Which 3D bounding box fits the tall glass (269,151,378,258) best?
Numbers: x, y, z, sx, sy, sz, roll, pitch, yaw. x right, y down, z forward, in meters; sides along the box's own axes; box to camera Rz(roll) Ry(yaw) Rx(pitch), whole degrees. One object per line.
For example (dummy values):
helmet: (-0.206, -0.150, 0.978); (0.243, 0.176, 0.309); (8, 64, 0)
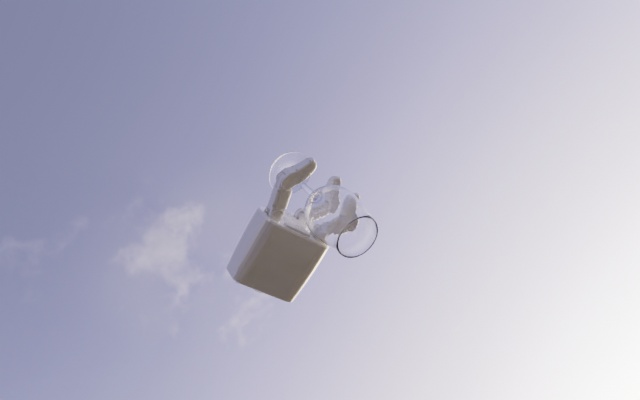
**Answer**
tall glass: (0.000, 0.002, 0.676); (0.079, 0.079, 0.201); (0, 27, -33)
